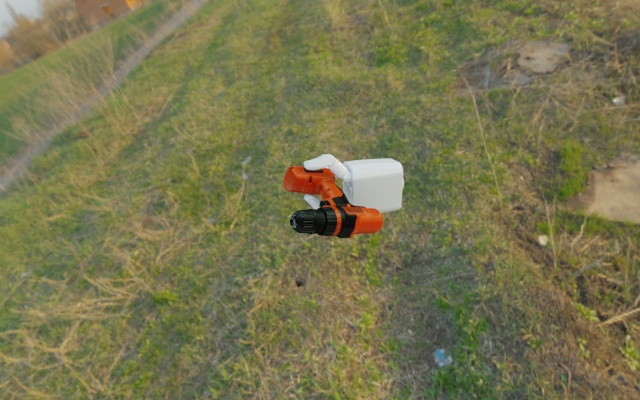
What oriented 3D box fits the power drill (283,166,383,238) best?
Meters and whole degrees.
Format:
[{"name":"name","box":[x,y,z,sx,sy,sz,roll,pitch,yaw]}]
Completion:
[{"name":"power drill","box":[0.000,0.003,0.888,0.184,0.057,0.187,3,31,-32]}]
